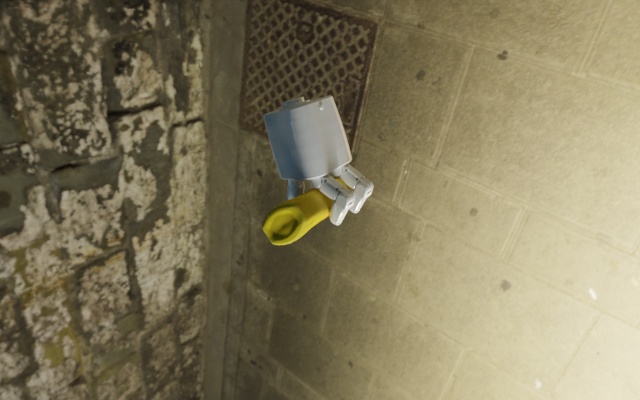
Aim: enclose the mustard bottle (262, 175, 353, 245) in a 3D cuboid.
[{"bbox_3d":[0.000,0.003,0.757,0.191,0.058,0.096,-31,-5,-46],"label":"mustard bottle"}]
